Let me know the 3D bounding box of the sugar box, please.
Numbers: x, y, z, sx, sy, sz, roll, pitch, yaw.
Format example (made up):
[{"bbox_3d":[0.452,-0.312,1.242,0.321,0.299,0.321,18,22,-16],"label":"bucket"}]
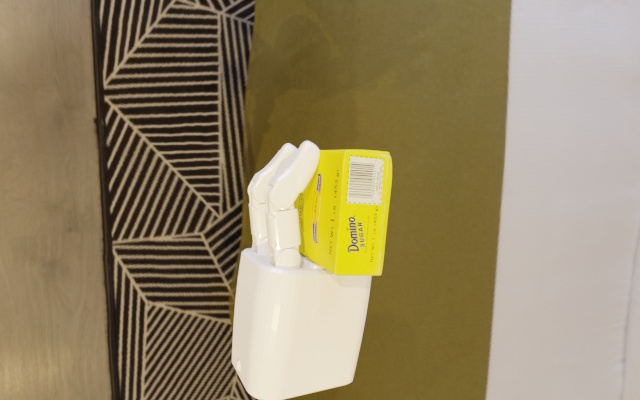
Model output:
[{"bbox_3d":[0.000,0.002,0.424,0.048,0.093,0.176,4,3,-24],"label":"sugar box"}]
